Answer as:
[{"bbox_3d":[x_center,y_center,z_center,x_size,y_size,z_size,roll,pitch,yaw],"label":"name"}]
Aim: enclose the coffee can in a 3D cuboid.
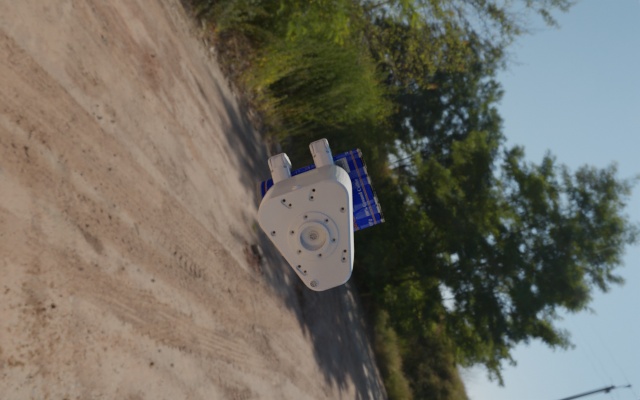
[{"bbox_3d":[0.000,0.002,0.623,0.140,0.103,0.103,-19,-2,5],"label":"coffee can"}]
